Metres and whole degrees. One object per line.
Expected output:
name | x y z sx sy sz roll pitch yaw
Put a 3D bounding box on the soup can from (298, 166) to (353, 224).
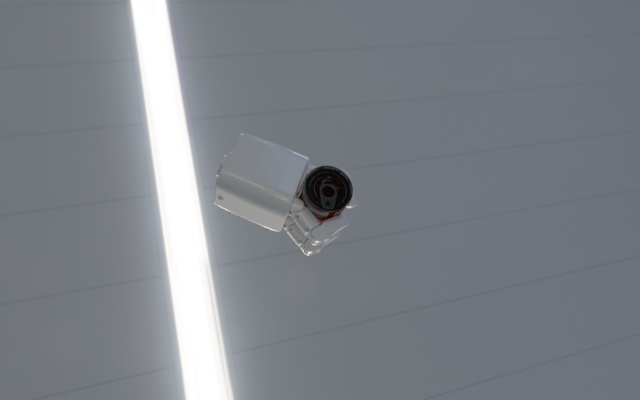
soup can | 0.001 0.002 0.689 0.068 0.068 0.102 0 -22 -14
